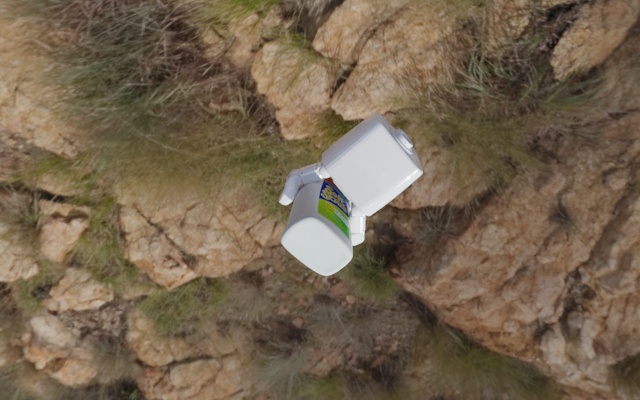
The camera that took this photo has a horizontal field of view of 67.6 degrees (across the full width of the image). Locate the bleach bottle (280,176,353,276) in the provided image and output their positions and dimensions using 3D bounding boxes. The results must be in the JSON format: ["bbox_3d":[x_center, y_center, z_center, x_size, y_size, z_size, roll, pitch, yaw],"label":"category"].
[{"bbox_3d":[0.000,0.003,0.746,0.068,0.102,0.250,-39,22,22],"label":"bleach bottle"}]
